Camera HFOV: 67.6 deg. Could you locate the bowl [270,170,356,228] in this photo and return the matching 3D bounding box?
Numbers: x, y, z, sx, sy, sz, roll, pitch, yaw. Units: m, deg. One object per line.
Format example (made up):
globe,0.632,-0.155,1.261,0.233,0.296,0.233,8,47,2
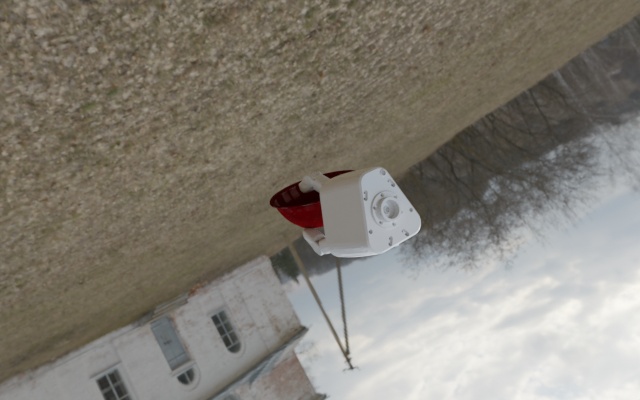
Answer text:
bowl,0.000,0.003,0.792,0.162,0.055,0.162,-15,17,5
